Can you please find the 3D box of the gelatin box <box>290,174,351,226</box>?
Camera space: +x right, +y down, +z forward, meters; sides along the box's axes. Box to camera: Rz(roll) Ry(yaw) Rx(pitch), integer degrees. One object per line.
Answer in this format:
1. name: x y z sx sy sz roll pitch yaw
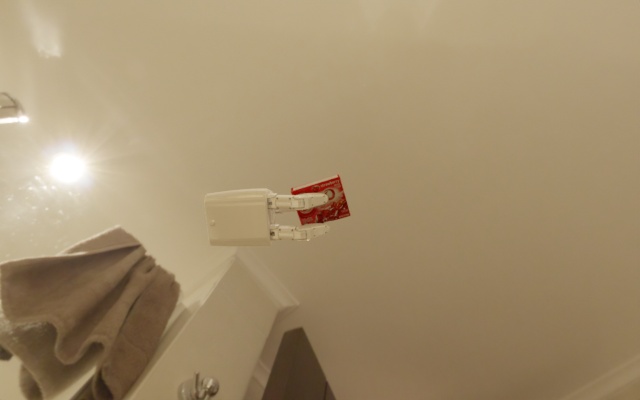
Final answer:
1. gelatin box: 0.000 0.003 0.829 0.089 0.073 0.030 -16 14 1
